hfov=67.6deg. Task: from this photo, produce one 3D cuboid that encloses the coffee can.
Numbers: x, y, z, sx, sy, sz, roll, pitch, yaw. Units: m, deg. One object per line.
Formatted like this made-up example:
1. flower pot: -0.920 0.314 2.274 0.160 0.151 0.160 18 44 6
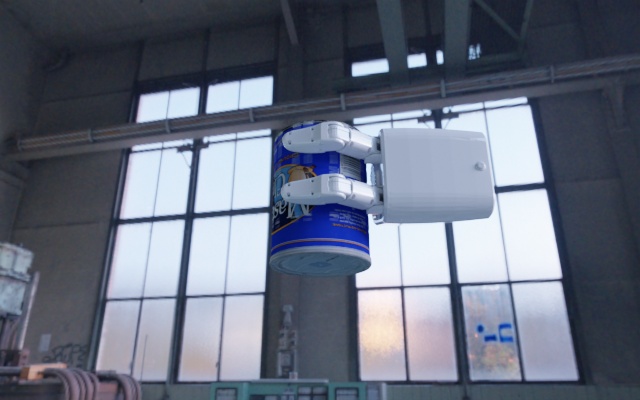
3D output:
1. coffee can: 0.000 0.002 0.505 0.103 0.140 0.103 0 -21 0
